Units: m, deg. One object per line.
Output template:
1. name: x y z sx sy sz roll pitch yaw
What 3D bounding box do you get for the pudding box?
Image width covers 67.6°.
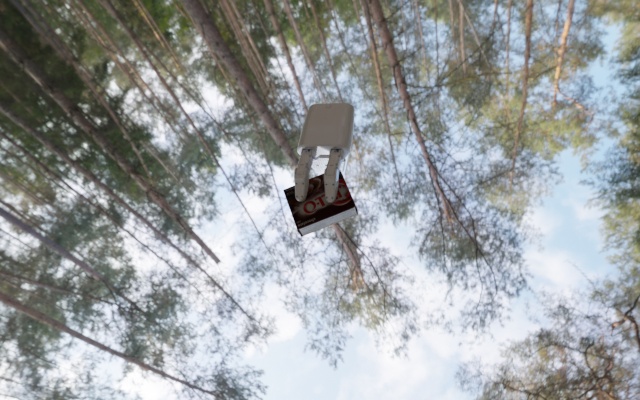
1. pudding box: 0.000 0.003 0.858 0.113 0.090 0.039 -23 -33 2
